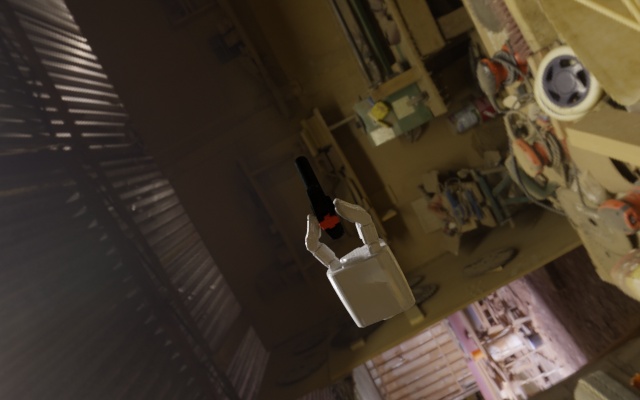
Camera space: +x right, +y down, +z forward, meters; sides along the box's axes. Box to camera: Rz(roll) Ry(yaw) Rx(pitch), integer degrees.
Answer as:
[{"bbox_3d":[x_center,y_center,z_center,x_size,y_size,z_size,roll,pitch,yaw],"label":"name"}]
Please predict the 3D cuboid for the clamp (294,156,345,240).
[{"bbox_3d":[0.000,0.003,0.784,0.036,0.164,0.210,-29,6,2],"label":"clamp"}]
